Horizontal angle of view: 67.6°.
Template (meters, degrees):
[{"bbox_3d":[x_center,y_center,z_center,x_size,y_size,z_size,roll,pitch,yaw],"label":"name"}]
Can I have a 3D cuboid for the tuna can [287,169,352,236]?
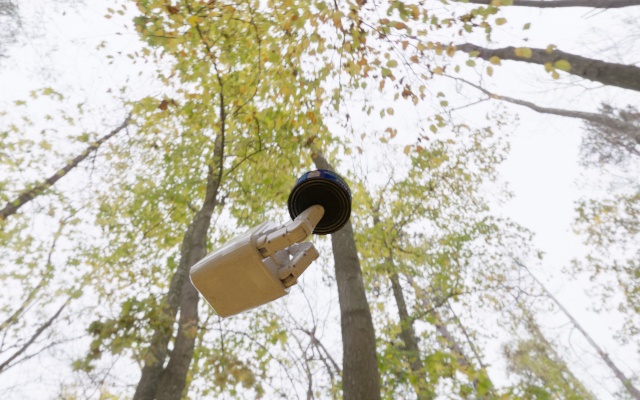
[{"bbox_3d":[0.000,0.002,0.644,0.086,0.086,0.033,0,26,7],"label":"tuna can"}]
